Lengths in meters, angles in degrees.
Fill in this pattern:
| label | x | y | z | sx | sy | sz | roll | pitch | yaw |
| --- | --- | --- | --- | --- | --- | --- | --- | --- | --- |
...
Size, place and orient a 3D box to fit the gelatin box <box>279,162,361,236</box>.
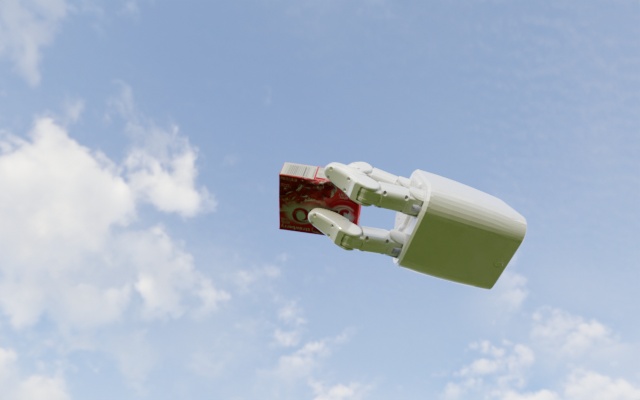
| label | x | y | z | sx | sy | sz | roll | pitch | yaw |
| --- | --- | --- | --- | --- | --- | --- | --- | --- | --- |
| gelatin box | 0.000 | 0.001 | 0.518 | 0.089 | 0.073 | 0.030 | 8 | 35 | 8 |
